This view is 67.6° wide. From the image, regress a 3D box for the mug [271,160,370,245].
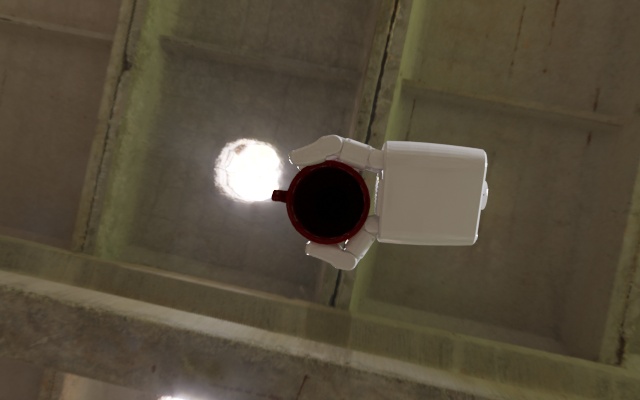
[{"bbox_3d":[-0.001,0.002,0.563,0.117,0.093,0.081,5,-1,6],"label":"mug"}]
